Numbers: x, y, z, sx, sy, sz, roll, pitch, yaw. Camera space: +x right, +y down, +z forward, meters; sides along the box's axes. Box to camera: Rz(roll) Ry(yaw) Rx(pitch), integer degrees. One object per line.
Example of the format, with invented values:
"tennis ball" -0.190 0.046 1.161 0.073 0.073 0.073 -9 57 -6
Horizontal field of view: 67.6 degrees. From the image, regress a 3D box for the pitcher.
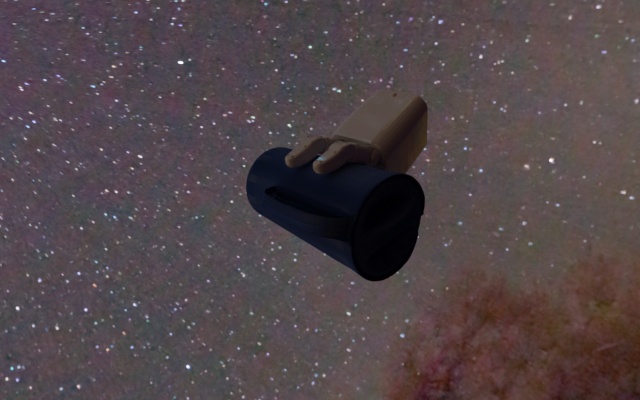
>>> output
"pitcher" 0.000 0.002 0.633 0.242 0.145 0.149 22 -28 44
